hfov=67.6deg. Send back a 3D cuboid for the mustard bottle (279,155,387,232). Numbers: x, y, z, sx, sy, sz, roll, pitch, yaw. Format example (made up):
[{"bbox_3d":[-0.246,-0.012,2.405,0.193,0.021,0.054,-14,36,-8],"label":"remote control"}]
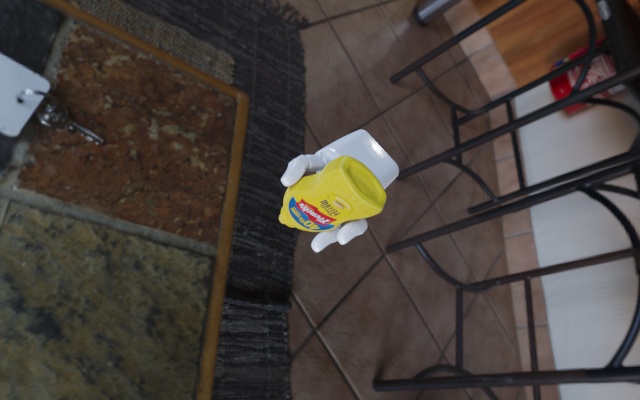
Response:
[{"bbox_3d":[0.000,0.002,0.722,0.096,0.058,0.192,42,-40,-23],"label":"mustard bottle"}]
